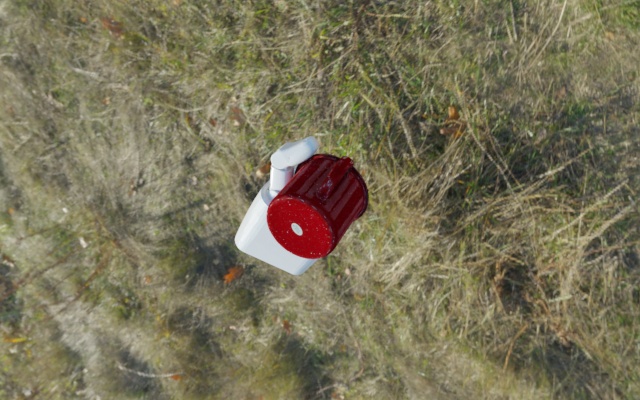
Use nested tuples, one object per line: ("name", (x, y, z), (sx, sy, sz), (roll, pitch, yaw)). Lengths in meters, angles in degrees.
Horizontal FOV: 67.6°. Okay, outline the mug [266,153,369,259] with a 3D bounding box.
("mug", (0.001, 0.001, 0.504), (0.117, 0.093, 0.081), (-54, -1, 42))
